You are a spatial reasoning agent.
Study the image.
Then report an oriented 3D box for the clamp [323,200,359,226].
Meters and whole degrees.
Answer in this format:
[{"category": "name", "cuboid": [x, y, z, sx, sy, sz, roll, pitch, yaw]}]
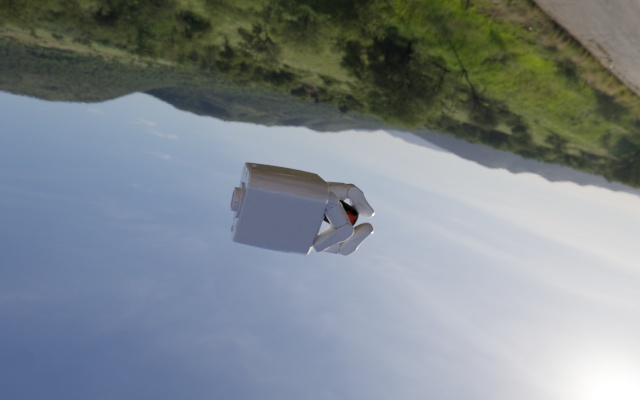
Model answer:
[{"category": "clamp", "cuboid": [0.000, 0.003, 0.738, 0.120, 0.039, 0.171, 11, 12, -16]}]
